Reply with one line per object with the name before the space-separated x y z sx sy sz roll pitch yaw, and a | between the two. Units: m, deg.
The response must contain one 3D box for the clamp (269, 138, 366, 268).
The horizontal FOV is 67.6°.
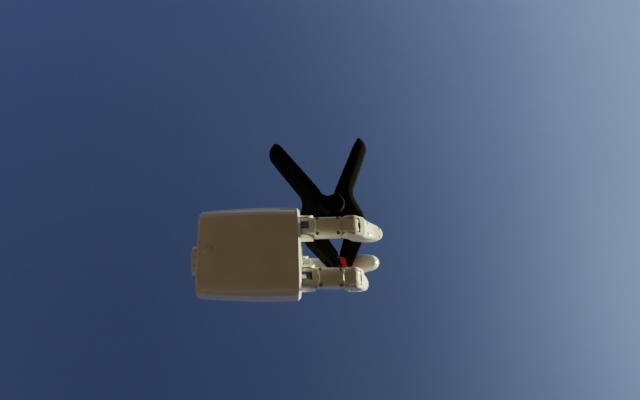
clamp | 0.000 0.002 0.563 0.120 0.171 0.039 0 -21 -7
